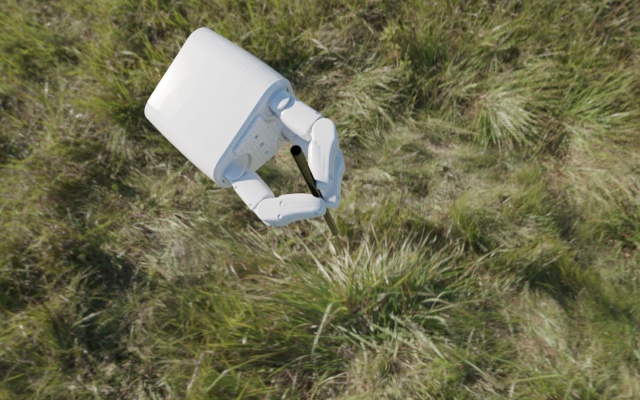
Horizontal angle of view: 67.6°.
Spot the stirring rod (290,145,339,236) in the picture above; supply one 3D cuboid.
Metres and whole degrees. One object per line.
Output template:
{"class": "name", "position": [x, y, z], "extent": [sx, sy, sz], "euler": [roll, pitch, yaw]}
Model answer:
{"class": "stirring rod", "position": [0.000, 0.001, 0.441], "extent": [0.011, 0.011, 0.240], "euler": [0, -17, 9]}
